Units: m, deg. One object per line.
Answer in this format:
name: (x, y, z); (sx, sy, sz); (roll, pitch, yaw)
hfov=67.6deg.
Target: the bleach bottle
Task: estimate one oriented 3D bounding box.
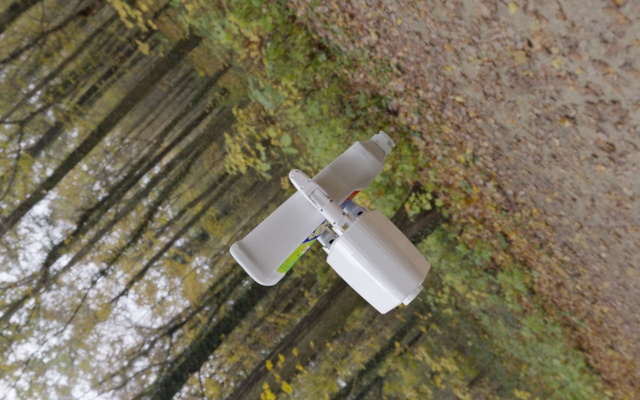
bleach bottle: (0.000, 0.002, 0.632); (0.068, 0.251, 0.102); (45, -2, 12)
